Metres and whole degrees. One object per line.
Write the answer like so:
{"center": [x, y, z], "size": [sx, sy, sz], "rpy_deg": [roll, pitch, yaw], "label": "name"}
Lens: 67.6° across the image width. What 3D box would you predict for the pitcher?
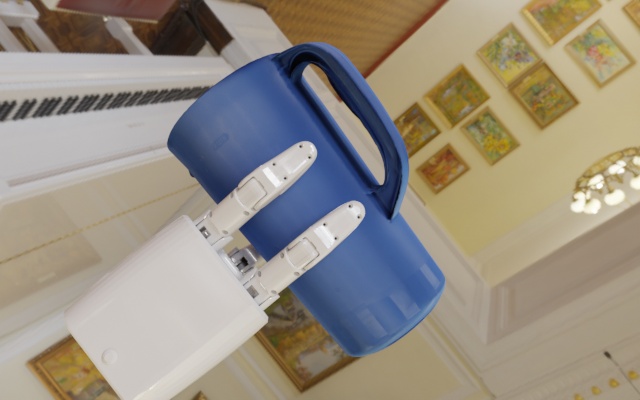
{"center": [0.000, 0.001, 0.405], "size": [0.145, 0.243, 0.149], "rpy_deg": [-38, -2, -13], "label": "pitcher"}
